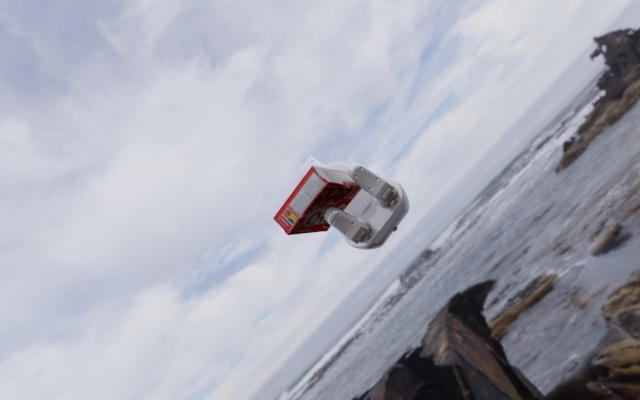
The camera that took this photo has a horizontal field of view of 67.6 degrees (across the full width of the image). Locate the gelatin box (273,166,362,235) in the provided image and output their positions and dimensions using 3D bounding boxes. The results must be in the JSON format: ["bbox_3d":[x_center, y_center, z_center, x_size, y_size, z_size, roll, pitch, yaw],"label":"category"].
[{"bbox_3d":[0.000,0.001,0.522,0.030,0.073,0.089,46,19,22],"label":"gelatin box"}]
